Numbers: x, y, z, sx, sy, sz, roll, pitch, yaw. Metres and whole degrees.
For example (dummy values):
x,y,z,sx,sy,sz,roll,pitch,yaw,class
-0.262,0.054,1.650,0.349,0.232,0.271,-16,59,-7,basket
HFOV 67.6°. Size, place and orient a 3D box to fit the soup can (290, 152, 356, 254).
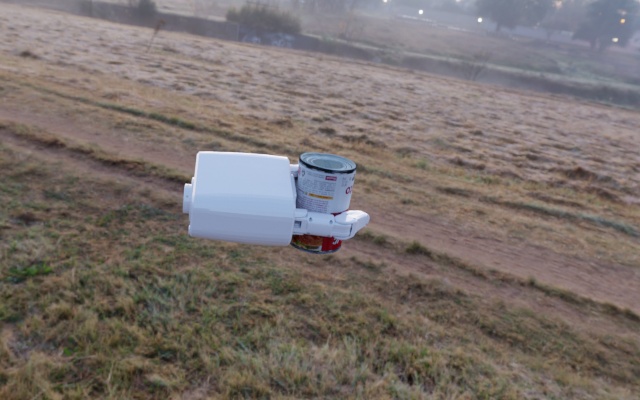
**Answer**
x,y,z,sx,sy,sz,roll,pitch,yaw,class
0.001,0.002,0.557,0.068,0.102,0.068,9,21,-3,soup can
